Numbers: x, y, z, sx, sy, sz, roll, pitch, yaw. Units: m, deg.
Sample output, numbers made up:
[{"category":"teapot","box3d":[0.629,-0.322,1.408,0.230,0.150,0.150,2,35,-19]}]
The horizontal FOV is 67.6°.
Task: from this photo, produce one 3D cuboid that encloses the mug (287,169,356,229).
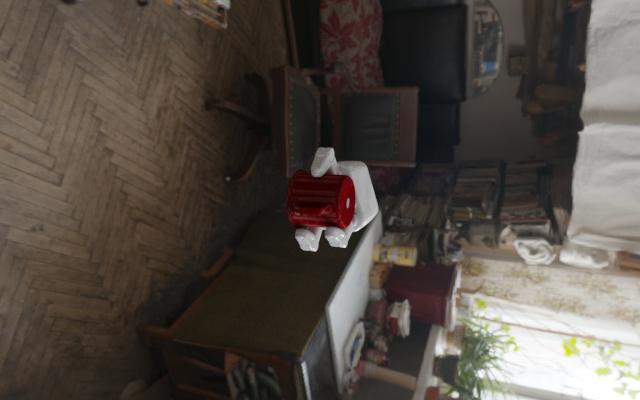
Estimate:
[{"category":"mug","box3d":[0.000,0.003,0.719,0.081,0.093,0.117,3,12,22]}]
